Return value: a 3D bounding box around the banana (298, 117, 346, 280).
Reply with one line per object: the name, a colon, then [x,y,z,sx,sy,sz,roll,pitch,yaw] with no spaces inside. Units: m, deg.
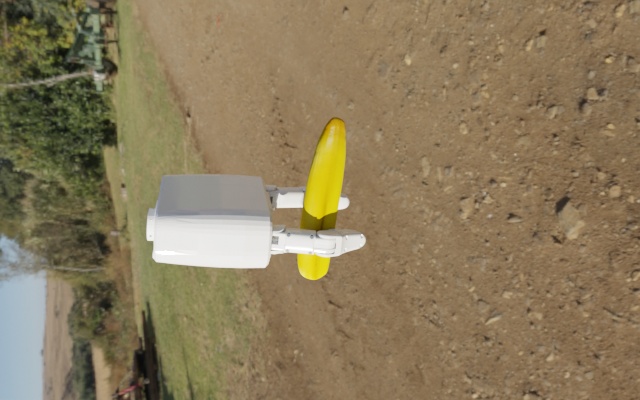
banana: [-0.001,0.014,0.503,0.037,0.198,0.069,7,30,-1]
